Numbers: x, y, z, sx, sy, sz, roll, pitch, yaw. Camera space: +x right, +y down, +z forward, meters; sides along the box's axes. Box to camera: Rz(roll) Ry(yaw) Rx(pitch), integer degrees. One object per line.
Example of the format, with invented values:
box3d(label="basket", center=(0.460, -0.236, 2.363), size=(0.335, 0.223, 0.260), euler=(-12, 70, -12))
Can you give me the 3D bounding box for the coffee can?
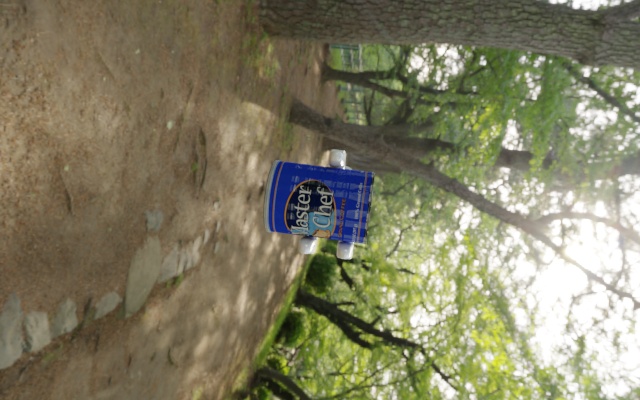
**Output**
box3d(label="coffee can", center=(0.000, 0.002, 0.669), size=(0.140, 0.103, 0.103), euler=(7, 1, 5))
